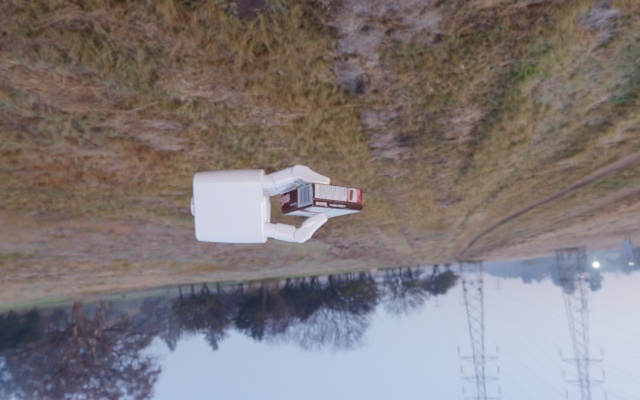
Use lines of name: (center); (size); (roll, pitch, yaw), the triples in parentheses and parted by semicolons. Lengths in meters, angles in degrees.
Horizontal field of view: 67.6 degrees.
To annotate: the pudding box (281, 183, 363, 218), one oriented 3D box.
pudding box: (0.000, 0.003, 0.753); (0.090, 0.039, 0.113); (5, -9, -28)
